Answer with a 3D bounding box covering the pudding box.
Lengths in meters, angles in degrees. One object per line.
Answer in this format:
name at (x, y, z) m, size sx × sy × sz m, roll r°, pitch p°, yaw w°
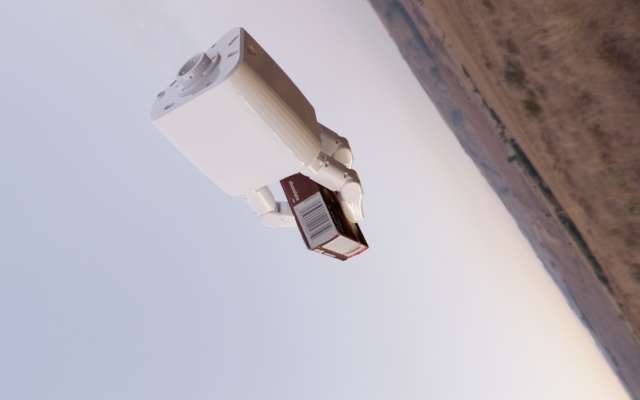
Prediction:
pudding box at (0.000, 0.002, 0.491) m, size 0.039 × 0.113 × 0.090 m, roll -29°, pitch -23°, yaw 16°
